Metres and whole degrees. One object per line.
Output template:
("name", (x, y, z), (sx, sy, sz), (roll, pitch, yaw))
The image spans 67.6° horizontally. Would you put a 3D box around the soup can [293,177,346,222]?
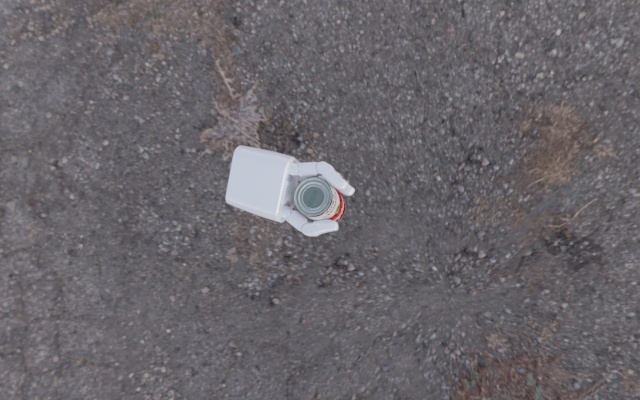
("soup can", (0.000, 0.003, 0.815), (0.068, 0.068, 0.102), (0, -10, 15))
